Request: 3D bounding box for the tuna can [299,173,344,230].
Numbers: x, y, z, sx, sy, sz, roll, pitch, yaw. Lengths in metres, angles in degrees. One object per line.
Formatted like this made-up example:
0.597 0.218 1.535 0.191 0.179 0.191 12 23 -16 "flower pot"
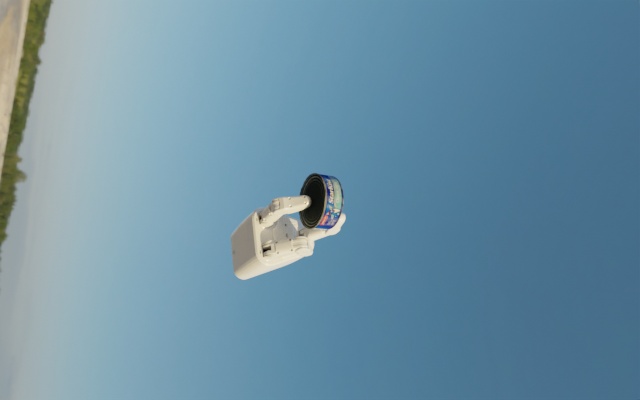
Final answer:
0.001 0.002 0.731 0.034 0.086 0.086 7 -3 -29 "tuna can"
